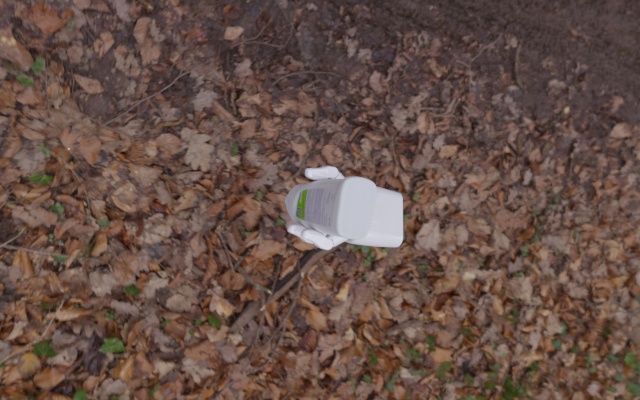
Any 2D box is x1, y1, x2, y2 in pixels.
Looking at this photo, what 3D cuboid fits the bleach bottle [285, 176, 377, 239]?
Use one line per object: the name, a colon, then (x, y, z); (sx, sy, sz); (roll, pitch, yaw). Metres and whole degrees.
bleach bottle: (0.000, 0.003, 0.852); (0.068, 0.102, 0.251); (9, 1, -28)
